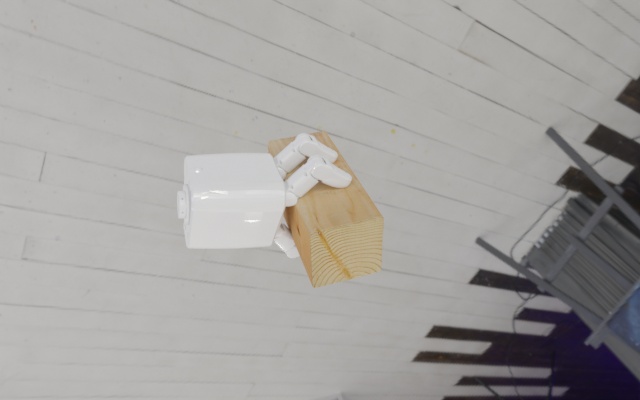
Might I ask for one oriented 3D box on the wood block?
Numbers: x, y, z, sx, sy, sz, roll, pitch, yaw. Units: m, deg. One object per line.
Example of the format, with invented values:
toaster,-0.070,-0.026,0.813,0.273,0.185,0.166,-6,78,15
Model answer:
wood block,0.000,0.002,0.626,0.090,0.091,0.206,-12,39,-13
